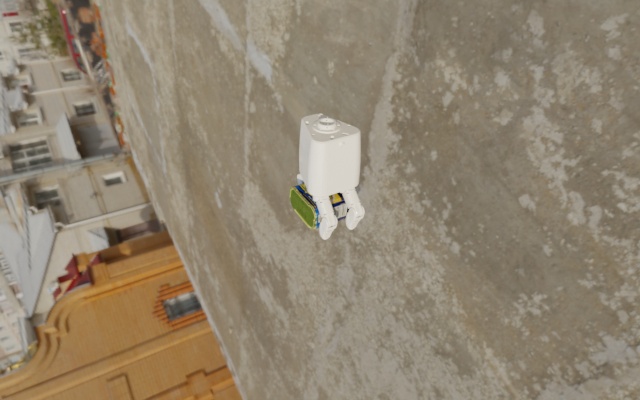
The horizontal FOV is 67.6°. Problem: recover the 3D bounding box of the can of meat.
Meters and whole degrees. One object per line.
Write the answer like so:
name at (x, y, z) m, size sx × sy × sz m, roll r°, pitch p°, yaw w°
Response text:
can of meat at (0.000, 0.003, 0.897) m, size 0.084 × 0.057 × 0.102 m, roll -18°, pitch 41°, yaw -26°
